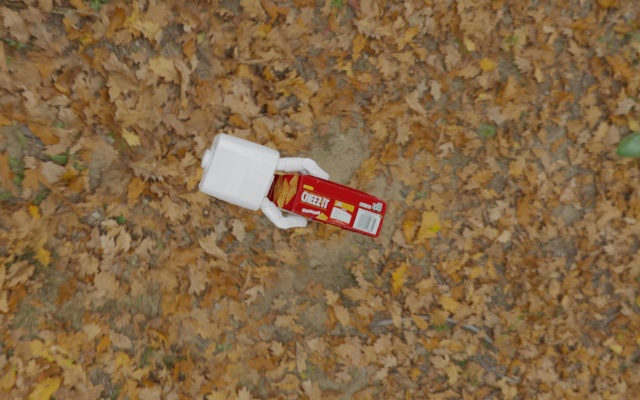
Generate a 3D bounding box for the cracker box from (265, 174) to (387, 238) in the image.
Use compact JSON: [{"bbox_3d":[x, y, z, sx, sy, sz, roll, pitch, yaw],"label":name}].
[{"bbox_3d":[0.000,0.003,0.879,0.164,0.072,0.213,18,-2,-20],"label":"cracker box"}]
